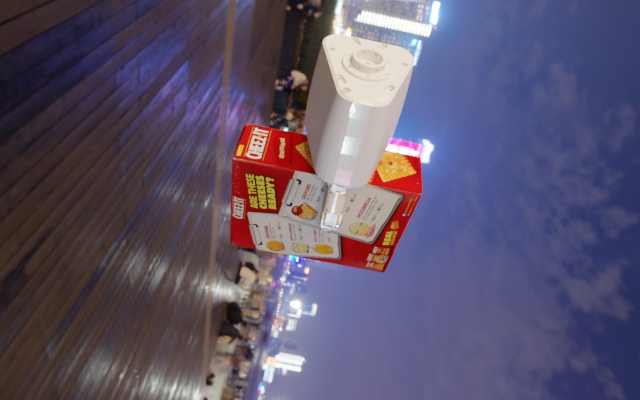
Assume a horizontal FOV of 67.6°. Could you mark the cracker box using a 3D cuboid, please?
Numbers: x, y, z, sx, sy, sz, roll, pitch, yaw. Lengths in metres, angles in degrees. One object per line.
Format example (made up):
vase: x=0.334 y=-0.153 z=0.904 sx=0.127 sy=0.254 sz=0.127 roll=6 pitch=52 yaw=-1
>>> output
cracker box: x=0.000 y=0.002 z=0.600 sx=0.214 sy=0.072 sz=0.164 roll=11 pitch=-42 yaw=-2
